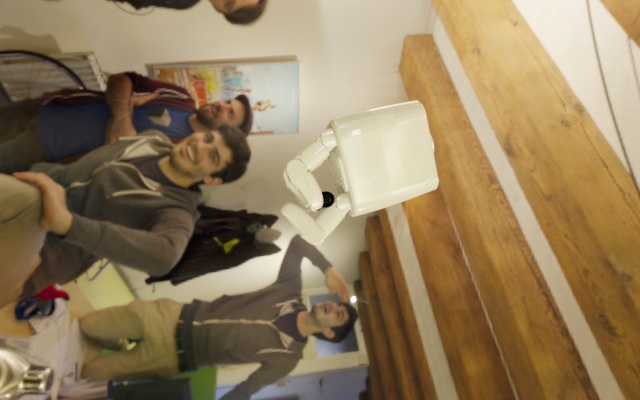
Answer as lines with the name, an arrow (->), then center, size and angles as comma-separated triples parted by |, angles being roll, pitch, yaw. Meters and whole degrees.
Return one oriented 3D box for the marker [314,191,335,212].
marker -> 0.000, 0.002, 0.584 | 0.020, 0.020, 0.121 | 0, -4, -7
